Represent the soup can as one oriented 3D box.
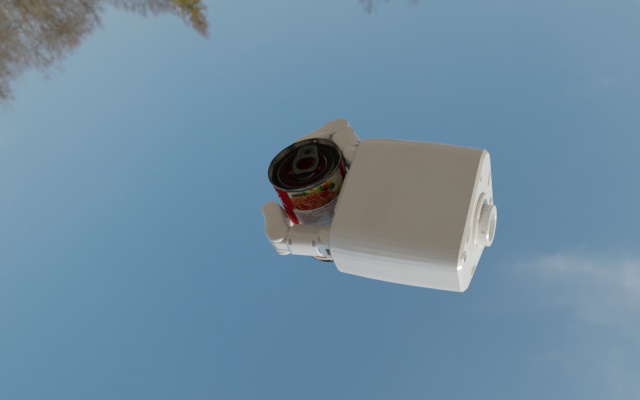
[{"bbox_3d":[0.000,0.002,0.451,0.068,0.068,0.102,0,-43,23],"label":"soup can"}]
